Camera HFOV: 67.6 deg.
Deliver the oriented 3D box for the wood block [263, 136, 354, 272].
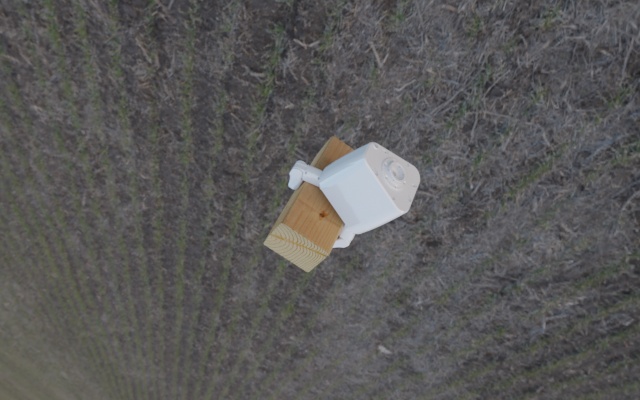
[{"bbox_3d":[0.000,0.002,0.806,0.091,0.206,0.090,34,-37,-7],"label":"wood block"}]
